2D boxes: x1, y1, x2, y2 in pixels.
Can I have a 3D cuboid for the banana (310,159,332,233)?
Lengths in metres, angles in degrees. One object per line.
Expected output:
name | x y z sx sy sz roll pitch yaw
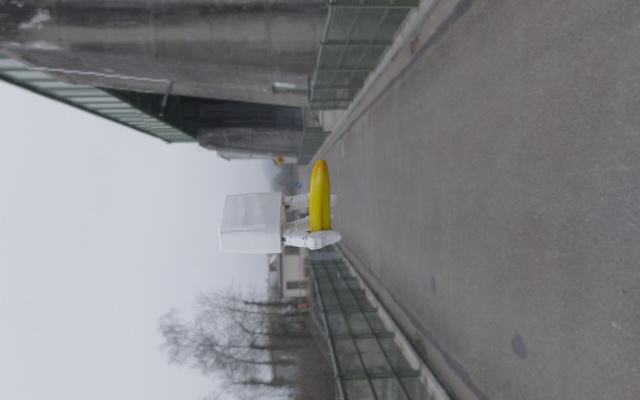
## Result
banana | 0.000 0.019 0.828 0.037 0.069 0.198 -1 -40 2
